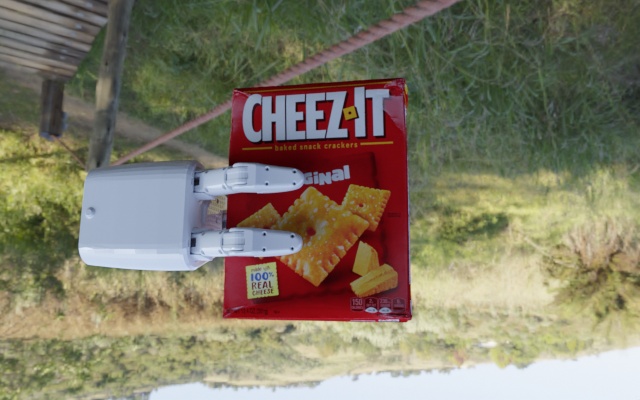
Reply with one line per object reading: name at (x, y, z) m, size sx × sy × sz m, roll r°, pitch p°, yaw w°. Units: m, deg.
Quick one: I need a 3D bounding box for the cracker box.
cracker box at (0.000, 0.002, 0.442) m, size 0.164 × 0.213 × 0.072 m, roll -1°, pitch -10°, yaw 10°
